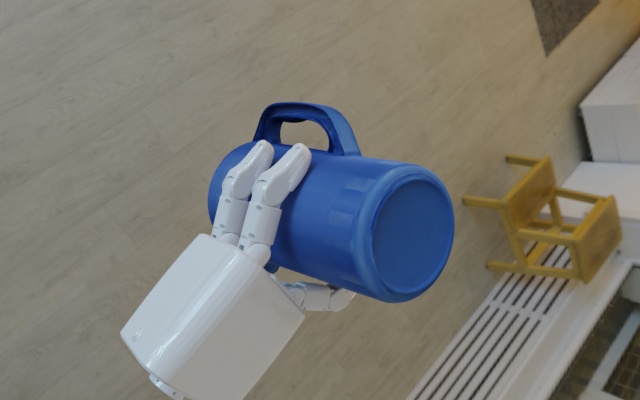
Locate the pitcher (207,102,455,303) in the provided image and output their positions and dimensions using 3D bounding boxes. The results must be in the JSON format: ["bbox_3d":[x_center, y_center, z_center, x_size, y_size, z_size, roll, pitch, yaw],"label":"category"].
[{"bbox_3d":[0.000,0.002,0.451,0.243,0.145,0.149,11,-34,53],"label":"pitcher"}]
